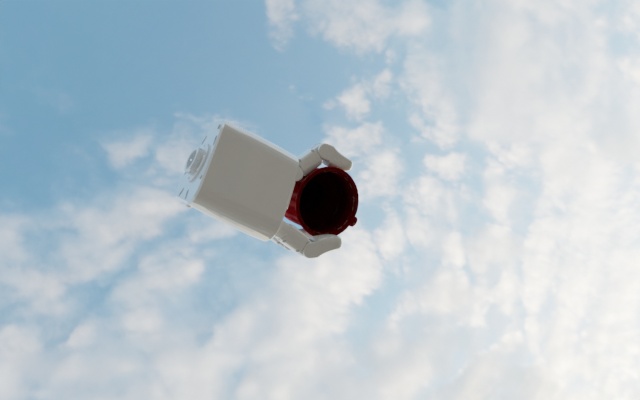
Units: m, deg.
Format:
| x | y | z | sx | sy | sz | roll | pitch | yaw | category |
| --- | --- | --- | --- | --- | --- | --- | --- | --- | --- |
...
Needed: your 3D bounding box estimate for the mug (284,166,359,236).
| x | y | z | sx | sy | sz | roll | pitch | yaw | category |
| --- | --- | --- | --- | --- | --- | --- | --- | --- | --- |
| 0.001 | 0.003 | 0.648 | 0.117 | 0.093 | 0.081 | 30 | -6 | -30 | mug |
